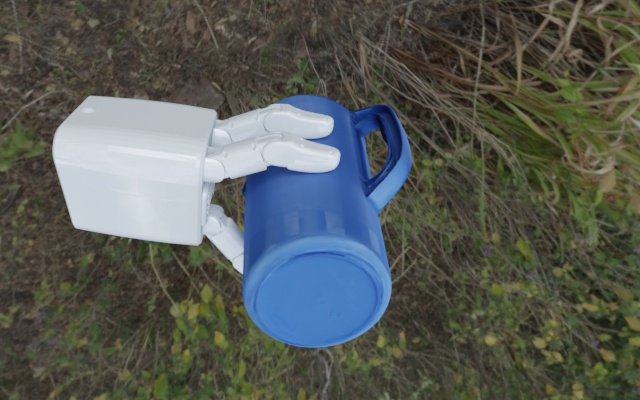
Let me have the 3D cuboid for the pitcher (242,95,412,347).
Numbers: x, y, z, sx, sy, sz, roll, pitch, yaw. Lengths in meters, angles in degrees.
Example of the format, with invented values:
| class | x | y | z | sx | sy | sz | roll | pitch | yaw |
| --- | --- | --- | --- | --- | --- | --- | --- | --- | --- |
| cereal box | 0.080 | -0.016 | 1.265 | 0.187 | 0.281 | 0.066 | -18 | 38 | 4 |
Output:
| class | x | y | z | sx | sy | sz | roll | pitch | yaw |
| --- | --- | --- | --- | --- | --- | --- | --- | --- | --- |
| pitcher | 0.000 | 0.001 | 0.433 | 0.145 | 0.149 | 0.242 | 10 | 31 | -10 |
